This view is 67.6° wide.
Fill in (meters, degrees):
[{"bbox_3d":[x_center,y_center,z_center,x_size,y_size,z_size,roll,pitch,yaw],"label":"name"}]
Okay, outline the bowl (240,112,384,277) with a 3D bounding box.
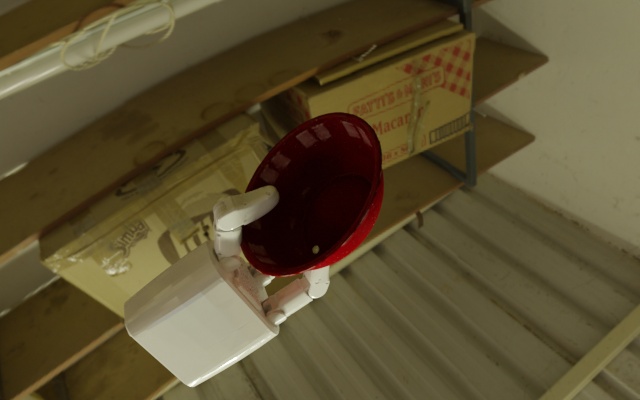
[{"bbox_3d":[0.001,0.001,0.436,0.162,0.162,0.055,0,-26,43],"label":"bowl"}]
